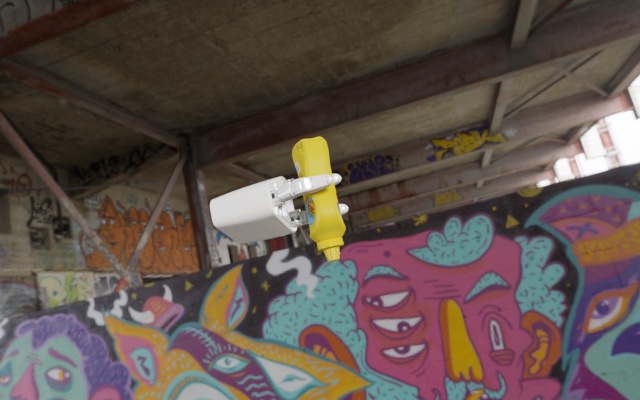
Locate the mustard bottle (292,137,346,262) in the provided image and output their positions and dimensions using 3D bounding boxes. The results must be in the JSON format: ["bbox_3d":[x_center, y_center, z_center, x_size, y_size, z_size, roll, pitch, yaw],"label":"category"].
[{"bbox_3d":[0.000,0.002,0.762,0.058,0.191,0.096,-10,-12,-11],"label":"mustard bottle"}]
